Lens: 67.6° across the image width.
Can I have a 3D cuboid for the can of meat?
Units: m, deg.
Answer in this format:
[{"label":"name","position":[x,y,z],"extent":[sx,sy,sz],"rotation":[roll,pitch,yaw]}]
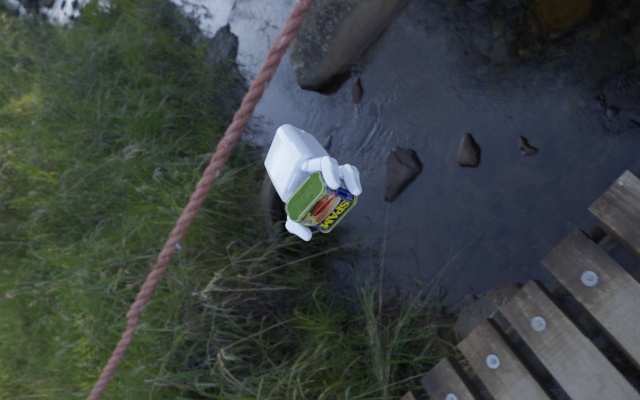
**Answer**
[{"label":"can of meat","position":[0.000,0.003,0.842],"extent":[0.084,0.057,0.102],"rotation":[19,-58,-44]}]
